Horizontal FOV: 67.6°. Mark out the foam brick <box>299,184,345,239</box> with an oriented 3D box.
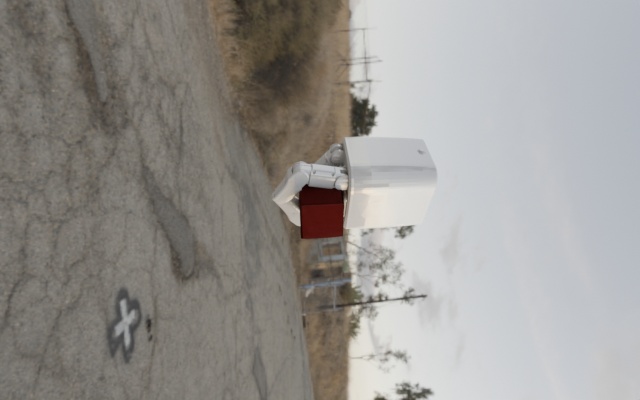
[{"bbox_3d":[0.000,0.002,0.583,0.051,0.053,0.078,-1,38,-3],"label":"foam brick"}]
